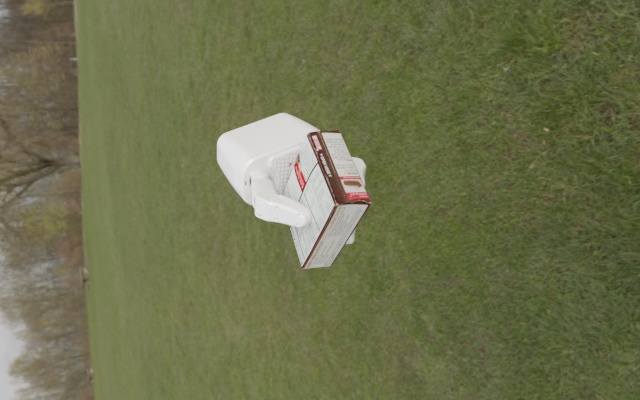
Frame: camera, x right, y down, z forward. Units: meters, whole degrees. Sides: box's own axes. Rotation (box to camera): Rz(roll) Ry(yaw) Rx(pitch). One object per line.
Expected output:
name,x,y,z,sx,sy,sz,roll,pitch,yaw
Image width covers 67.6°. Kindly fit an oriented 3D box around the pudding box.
pudding box,0.000,0.001,0.467,0.039,0.090,0.114,-6,-35,-24
